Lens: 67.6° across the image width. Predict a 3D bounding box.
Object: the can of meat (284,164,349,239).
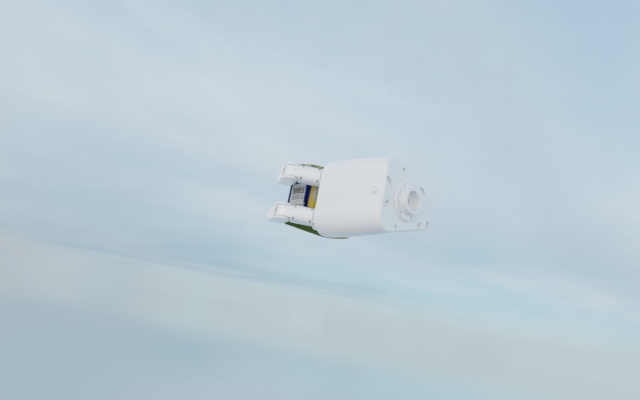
[{"bbox_3d":[0.000,0.002,0.684,0.102,0.084,0.057,22,-18,-39],"label":"can of meat"}]
